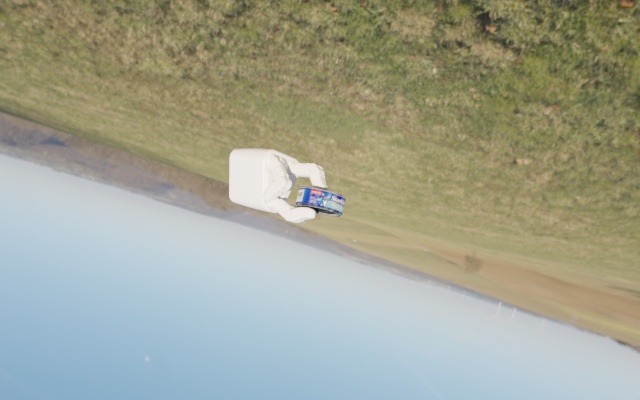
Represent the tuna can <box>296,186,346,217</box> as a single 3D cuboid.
[{"bbox_3d":[0.000,0.003,0.844,0.086,0.033,0.086,13,-9,2],"label":"tuna can"}]
